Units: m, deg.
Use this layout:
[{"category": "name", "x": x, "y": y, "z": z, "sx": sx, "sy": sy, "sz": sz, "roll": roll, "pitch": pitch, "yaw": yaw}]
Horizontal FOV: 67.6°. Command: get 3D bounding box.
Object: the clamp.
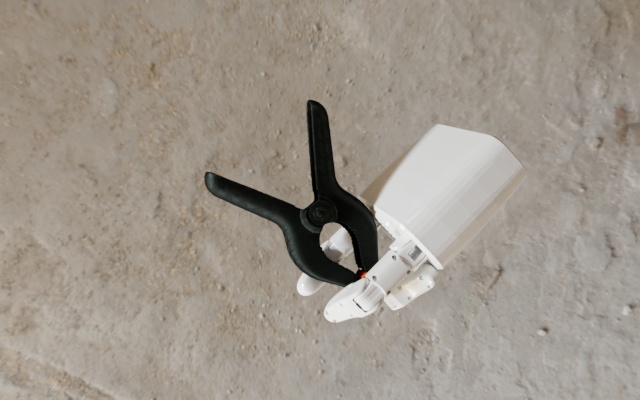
[{"category": "clamp", "x": 0.000, "y": 0.002, "z": 0.410, "sx": 0.120, "sy": 0.171, "sz": 0.039, "roll": -45, "pitch": 7, "yaw": -2}]
